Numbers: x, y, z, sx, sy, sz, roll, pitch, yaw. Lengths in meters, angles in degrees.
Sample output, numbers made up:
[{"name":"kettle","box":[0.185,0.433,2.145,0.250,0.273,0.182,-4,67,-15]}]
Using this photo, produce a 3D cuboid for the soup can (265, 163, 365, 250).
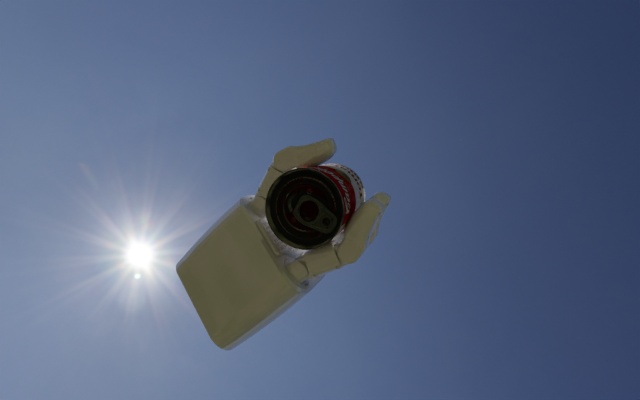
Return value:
[{"name":"soup can","box":[0.000,0.001,0.437,0.068,0.068,0.102,0,7,16]}]
